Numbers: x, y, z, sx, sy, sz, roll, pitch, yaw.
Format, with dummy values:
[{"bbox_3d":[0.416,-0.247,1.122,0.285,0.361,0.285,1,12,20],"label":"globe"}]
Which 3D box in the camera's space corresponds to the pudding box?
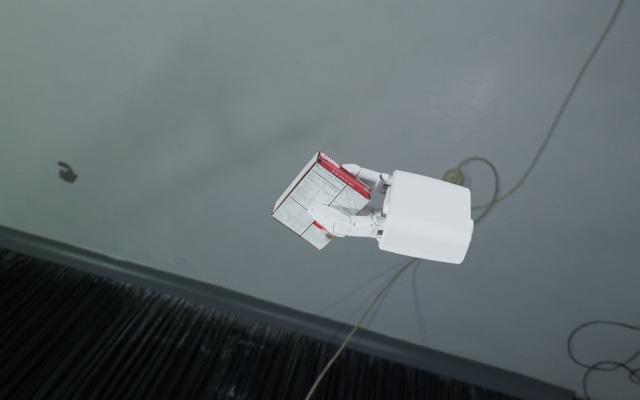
[{"bbox_3d":[0.000,0.002,0.640,0.090,0.113,0.039,36,28,-11],"label":"pudding box"}]
